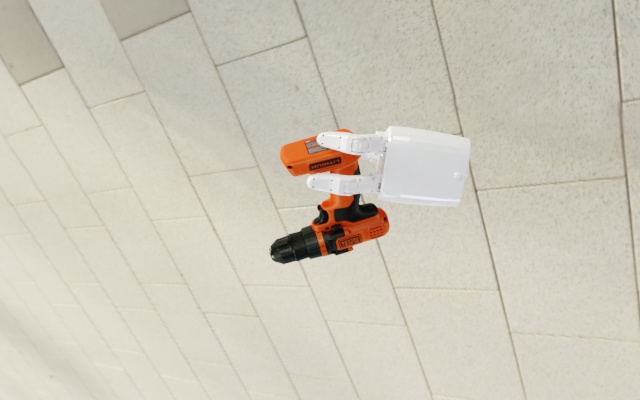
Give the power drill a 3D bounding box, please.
[{"bbox_3d":[0.000,0.002,0.673,0.184,0.188,0.057,-17,40,-5],"label":"power drill"}]
